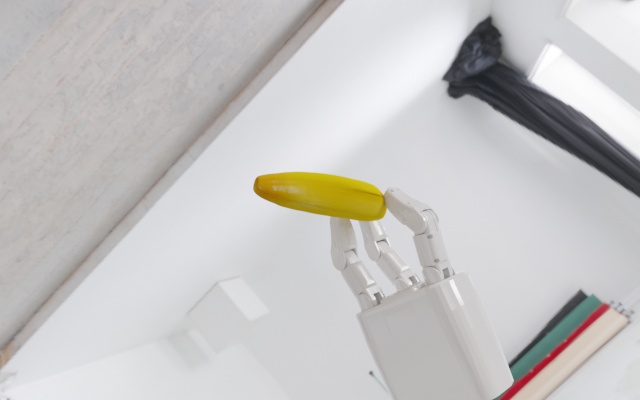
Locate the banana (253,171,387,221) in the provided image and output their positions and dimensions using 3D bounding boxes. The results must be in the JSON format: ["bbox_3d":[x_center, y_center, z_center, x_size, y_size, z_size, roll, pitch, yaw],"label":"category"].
[{"bbox_3d":[0.018,0.000,0.450,0.069,0.037,0.198,-6,-8,27],"label":"banana"}]
